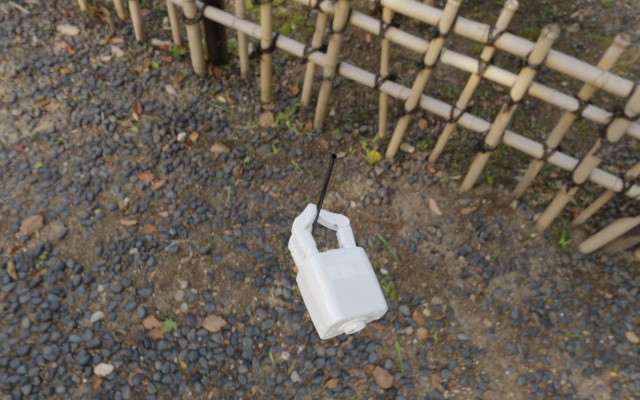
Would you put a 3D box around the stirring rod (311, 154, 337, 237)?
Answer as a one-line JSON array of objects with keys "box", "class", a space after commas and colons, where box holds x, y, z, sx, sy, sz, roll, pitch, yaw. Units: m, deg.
[{"box": [0.000, 0.003, 0.743, 0.011, 0.011, 0.240, 0, -31, -10], "class": "stirring rod"}]
